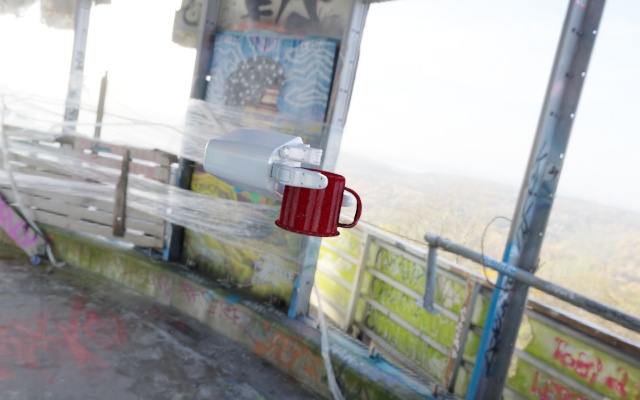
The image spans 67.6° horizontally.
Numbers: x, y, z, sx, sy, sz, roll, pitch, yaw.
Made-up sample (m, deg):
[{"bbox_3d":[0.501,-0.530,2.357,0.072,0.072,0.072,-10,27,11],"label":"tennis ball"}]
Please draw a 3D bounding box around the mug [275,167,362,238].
[{"bbox_3d":[0.001,0.002,0.653,0.117,0.081,0.093,13,8,18],"label":"mug"}]
